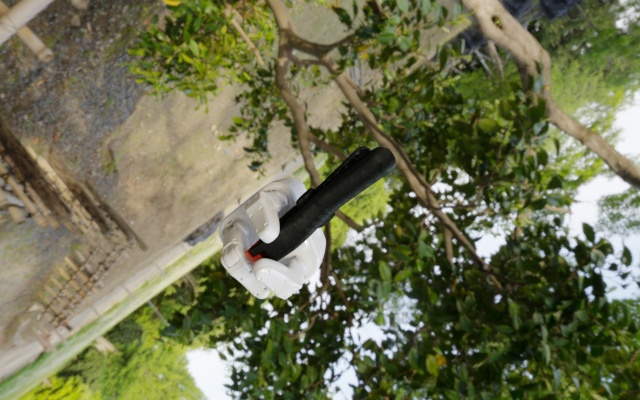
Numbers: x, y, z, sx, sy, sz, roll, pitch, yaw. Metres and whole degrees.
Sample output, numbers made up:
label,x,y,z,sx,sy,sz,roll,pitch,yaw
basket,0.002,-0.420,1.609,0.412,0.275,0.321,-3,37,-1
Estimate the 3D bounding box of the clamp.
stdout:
label,x,y,z,sx,sy,sz,roll,pitch,yaw
clamp,0.000,0.002,0.478,0.171,0.039,0.120,-38,2,10
